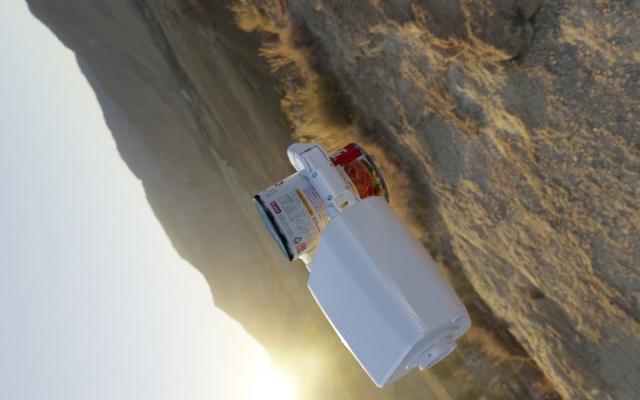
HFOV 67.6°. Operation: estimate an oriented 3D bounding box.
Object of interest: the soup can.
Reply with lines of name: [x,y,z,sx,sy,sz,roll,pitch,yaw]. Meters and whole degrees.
soup can: [0.000,0.001,0.426,0.102,0.068,0.068,-29,7,-12]
